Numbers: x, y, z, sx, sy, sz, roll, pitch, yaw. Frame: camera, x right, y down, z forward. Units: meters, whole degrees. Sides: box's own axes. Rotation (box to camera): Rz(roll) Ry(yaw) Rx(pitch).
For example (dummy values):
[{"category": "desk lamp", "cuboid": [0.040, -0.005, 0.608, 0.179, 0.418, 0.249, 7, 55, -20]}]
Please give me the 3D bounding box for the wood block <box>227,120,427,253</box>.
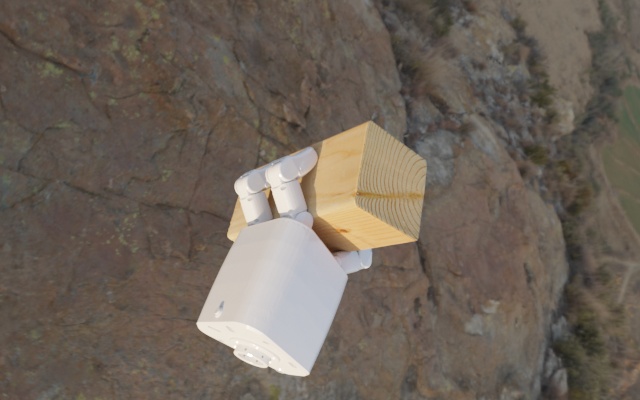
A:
[{"category": "wood block", "cuboid": [0.000, 0.002, 0.514, 0.091, 0.090, 0.206, 29, -29, -34]}]
